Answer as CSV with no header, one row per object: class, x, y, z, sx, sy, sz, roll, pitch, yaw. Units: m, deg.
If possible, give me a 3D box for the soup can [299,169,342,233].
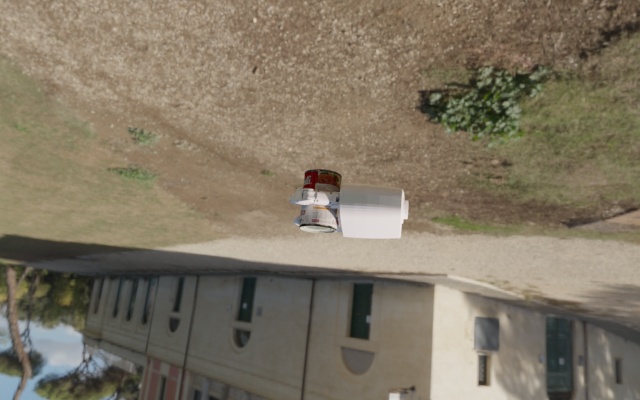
soup can,0.000,0.003,0.849,0.068,0.102,0.068,5,-14,1
